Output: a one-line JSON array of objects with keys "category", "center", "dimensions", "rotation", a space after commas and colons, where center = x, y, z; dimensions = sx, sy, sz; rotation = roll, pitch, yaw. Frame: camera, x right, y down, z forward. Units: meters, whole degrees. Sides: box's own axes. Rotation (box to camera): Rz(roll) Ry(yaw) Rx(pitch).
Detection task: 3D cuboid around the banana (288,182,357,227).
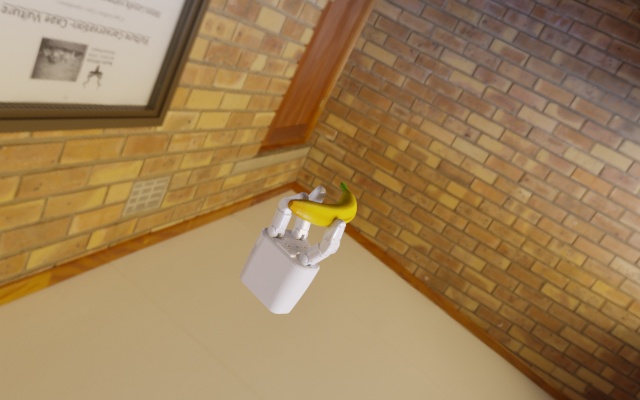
[{"category": "banana", "center": [0.015, 0.014, 0.785], "dimensions": [0.069, 0.037, 0.198], "rotation": [40, 23, 15]}]
